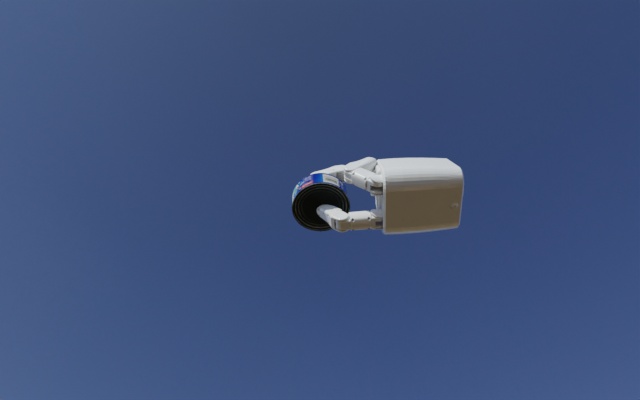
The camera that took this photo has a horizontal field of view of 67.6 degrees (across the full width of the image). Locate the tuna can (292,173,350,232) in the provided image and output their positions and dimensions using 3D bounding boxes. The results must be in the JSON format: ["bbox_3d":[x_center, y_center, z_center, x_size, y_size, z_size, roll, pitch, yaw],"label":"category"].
[{"bbox_3d":[0.000,0.002,0.712,0.086,0.086,0.033,0,34,-3],"label":"tuna can"}]
